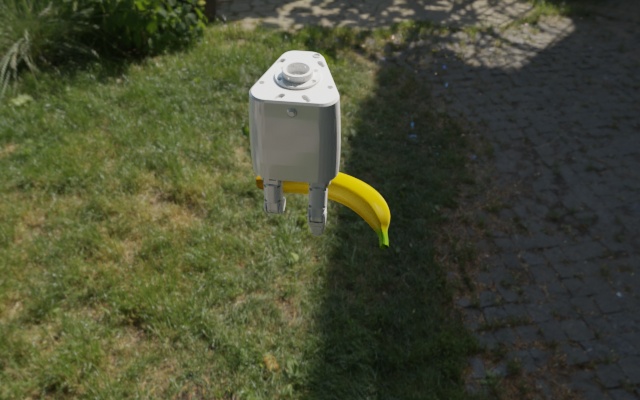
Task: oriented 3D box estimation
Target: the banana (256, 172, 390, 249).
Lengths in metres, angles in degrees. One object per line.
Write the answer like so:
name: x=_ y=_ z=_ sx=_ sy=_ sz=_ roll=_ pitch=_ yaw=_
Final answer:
banana: x=0.012 y=-0.009 z=0.623 sx=0.198 sy=0.069 sz=0.037 roll=25 pitch=-35 yaw=17
